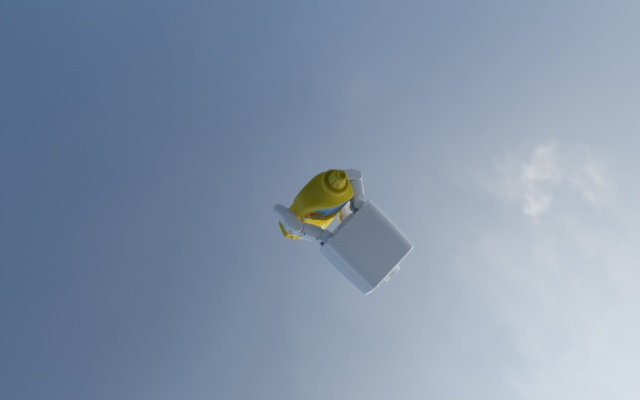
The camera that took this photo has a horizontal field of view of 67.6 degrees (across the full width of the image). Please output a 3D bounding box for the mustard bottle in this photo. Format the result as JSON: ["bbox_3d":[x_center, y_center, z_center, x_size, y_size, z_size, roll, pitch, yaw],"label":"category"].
[{"bbox_3d":[0.000,0.002,0.769,0.096,0.058,0.192,-15,-18,-25],"label":"mustard bottle"}]
